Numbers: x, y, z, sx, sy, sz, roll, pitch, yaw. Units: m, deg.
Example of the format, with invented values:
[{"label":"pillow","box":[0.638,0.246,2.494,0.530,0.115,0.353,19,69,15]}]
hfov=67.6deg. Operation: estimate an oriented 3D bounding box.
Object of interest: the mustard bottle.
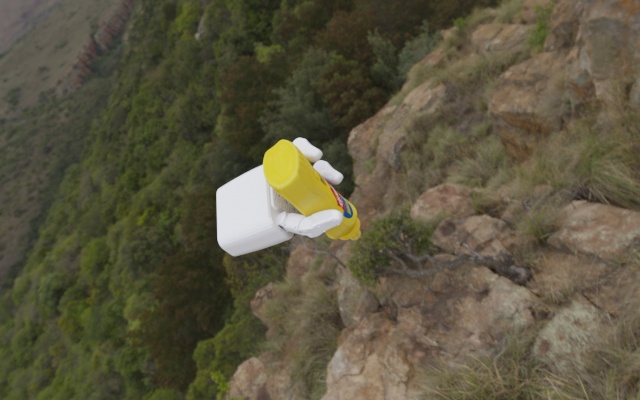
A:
[{"label":"mustard bottle","box":[0.000,0.002,0.677,0.192,0.058,0.096,44,11,-38]}]
